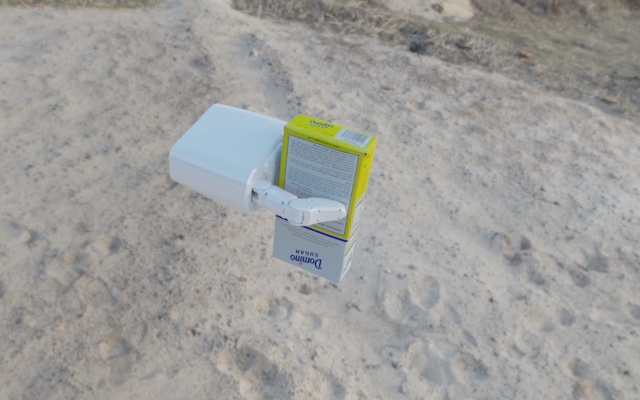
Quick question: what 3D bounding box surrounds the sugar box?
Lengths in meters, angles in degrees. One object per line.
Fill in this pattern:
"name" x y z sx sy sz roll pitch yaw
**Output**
"sugar box" 0.000 0.001 0.538 0.093 0.176 0.048 20 37 16
